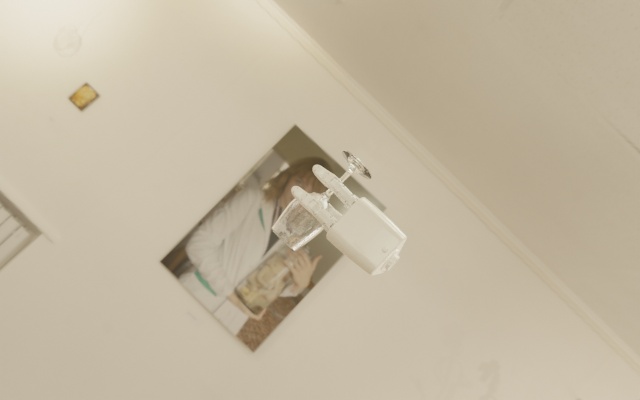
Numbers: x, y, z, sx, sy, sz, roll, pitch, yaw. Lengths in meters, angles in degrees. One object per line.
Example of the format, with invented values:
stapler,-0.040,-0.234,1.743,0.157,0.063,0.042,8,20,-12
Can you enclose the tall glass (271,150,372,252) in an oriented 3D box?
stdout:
tall glass,0.001,0.002,0.883,0.079,0.201,0.079,44,-8,8
